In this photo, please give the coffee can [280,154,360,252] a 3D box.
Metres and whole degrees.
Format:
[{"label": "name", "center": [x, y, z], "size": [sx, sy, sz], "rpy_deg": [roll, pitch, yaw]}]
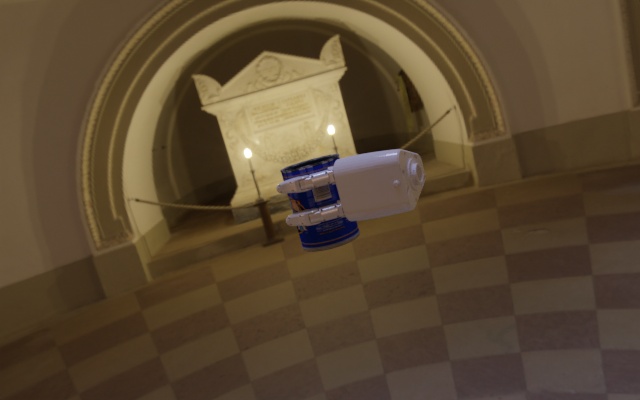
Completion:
[{"label": "coffee can", "center": [0.000, 0.003, 0.806], "size": [0.103, 0.140, 0.103], "rpy_deg": [-15, 10, 3]}]
